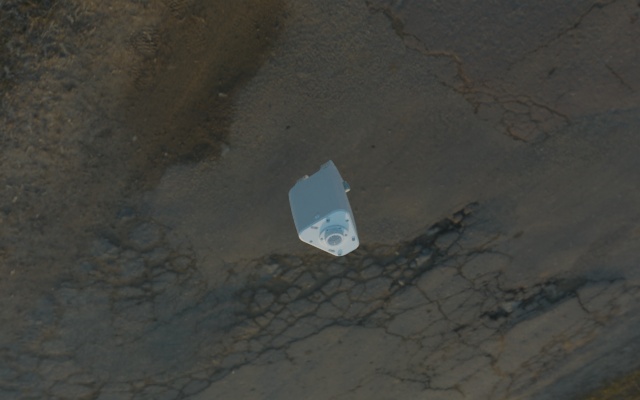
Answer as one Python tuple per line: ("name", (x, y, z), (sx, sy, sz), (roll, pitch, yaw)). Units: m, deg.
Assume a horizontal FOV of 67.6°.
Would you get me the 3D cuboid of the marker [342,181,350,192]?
("marker", (0.000, 0.003, 0.885), (0.121, 0.020, 0.020), (-32, -9, 16))
